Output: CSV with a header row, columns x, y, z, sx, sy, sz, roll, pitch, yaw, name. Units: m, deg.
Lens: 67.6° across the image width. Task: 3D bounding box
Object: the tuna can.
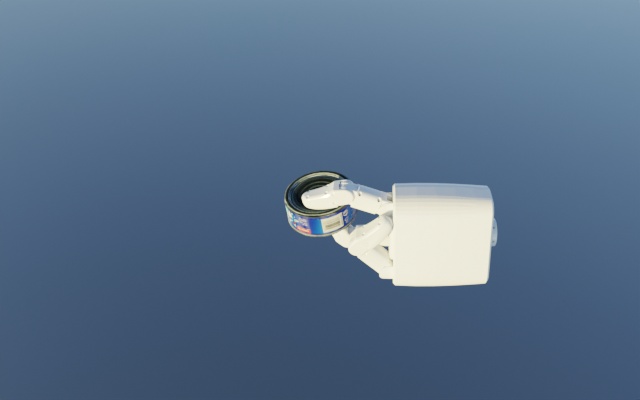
x,y,z,sx,sy,sz,roll,pitch,yaw,name
0.000,0.001,0.574,0.086,0.034,0.086,-6,41,5,tuna can
